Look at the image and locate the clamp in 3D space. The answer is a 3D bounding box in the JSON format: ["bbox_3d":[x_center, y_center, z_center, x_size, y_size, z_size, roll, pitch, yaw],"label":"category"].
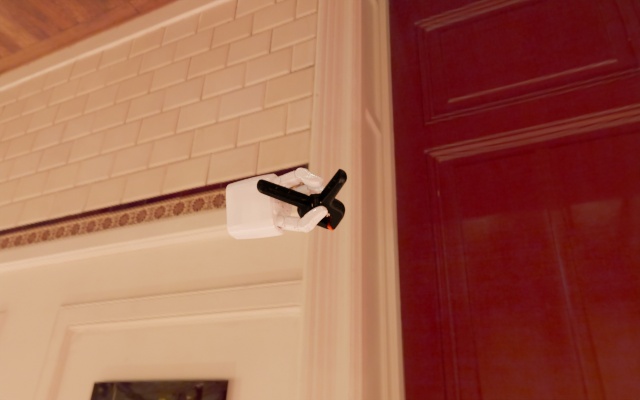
[{"bbox_3d":[0.000,0.004,0.898,0.164,0.036,0.210,-9,-29,23],"label":"clamp"}]
